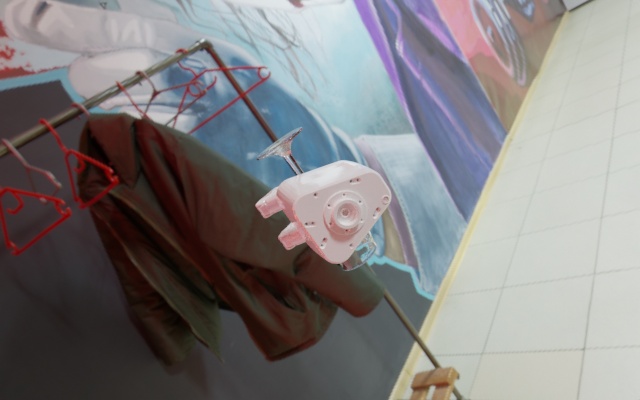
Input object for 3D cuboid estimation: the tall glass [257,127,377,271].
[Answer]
[{"bbox_3d":[0.000,0.002,0.662,0.079,0.201,0.079,-33,15,10],"label":"tall glass"}]
